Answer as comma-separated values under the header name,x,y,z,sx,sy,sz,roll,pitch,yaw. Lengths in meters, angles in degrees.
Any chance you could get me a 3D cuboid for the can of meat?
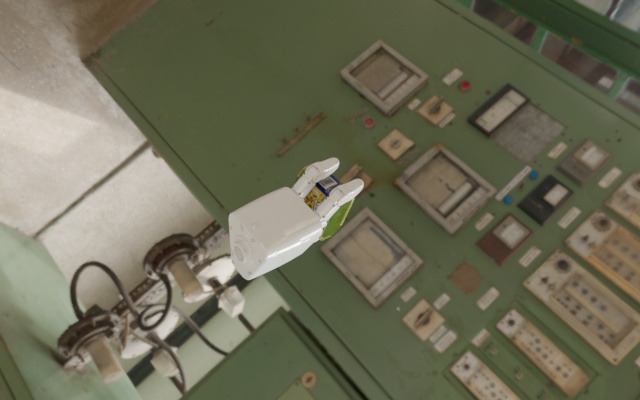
name,x,y,z,sx,sy,sz,roll,pitch,yaw
can of meat,0.000,0.003,0.782,0.057,0.102,0.084,-23,58,-40
